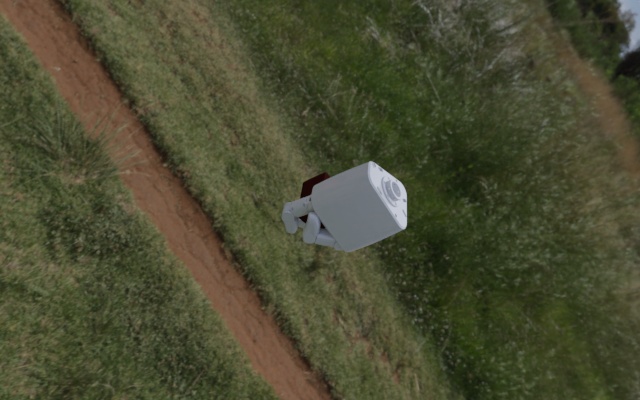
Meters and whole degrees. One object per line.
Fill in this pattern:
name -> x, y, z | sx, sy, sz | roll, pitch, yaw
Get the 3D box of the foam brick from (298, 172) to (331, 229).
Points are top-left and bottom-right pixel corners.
foam brick -> 0.000, 0.002, 0.793 | 0.051, 0.078, 0.053 | -25, -52, 32
